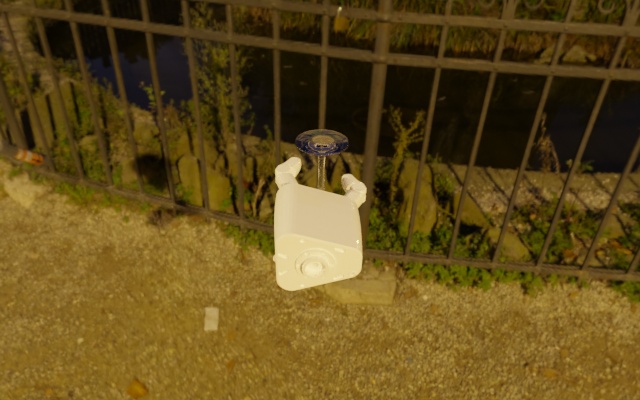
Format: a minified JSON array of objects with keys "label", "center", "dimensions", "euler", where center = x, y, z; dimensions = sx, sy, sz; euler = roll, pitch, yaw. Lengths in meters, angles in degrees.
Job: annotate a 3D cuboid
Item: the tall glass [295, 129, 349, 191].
[{"label":"tall glass","center":[0.000,0.002,0.705],"dimensions":[0.079,0.201,0.079],"euler":[1,34,-1]}]
